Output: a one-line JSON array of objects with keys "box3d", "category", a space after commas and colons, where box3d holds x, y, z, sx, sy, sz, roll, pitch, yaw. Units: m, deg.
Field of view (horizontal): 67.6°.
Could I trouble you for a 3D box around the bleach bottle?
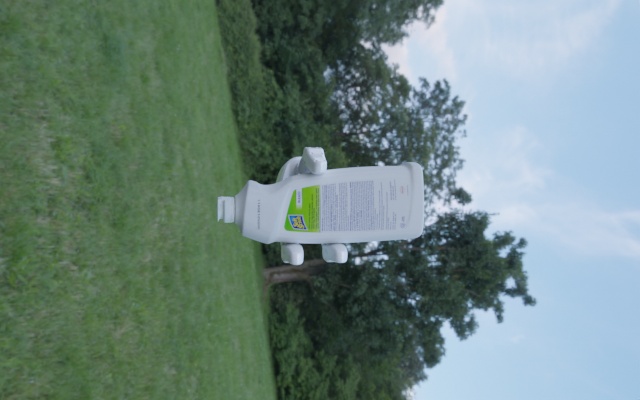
[{"box3d": [0.000, 0.002, 0.593, 0.251, 0.102, 0.068, 0, -4, -13], "category": "bleach bottle"}]
